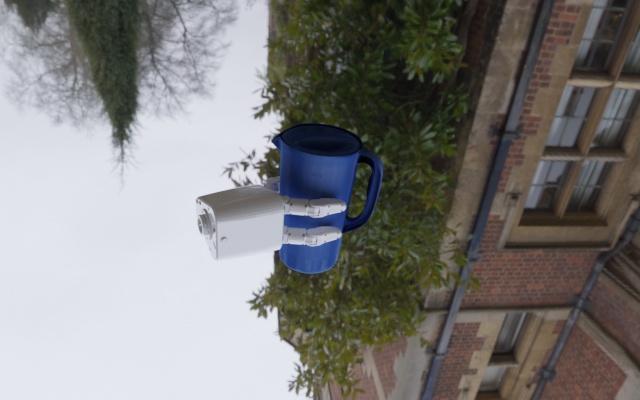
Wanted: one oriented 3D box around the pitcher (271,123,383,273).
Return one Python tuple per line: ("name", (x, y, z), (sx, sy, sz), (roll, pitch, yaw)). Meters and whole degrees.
("pitcher", (0.000, 0.003, 0.812), (0.145, 0.243, 0.149), (-12, 34, -29))
